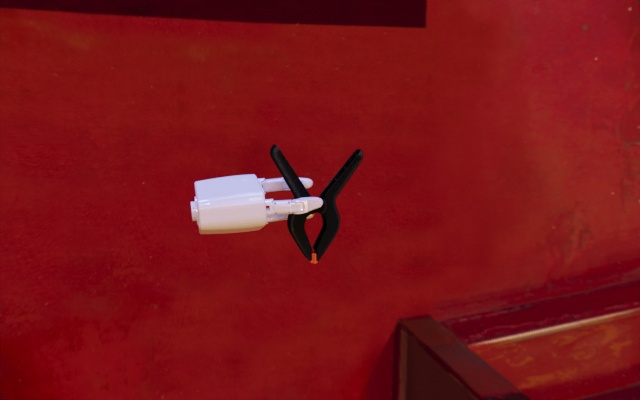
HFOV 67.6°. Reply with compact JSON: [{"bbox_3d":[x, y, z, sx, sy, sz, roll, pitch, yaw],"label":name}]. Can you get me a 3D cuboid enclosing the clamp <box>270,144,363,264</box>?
[{"bbox_3d":[0.000,0.003,0.829,0.164,0.210,0.036,-6,9,-16],"label":"clamp"}]
